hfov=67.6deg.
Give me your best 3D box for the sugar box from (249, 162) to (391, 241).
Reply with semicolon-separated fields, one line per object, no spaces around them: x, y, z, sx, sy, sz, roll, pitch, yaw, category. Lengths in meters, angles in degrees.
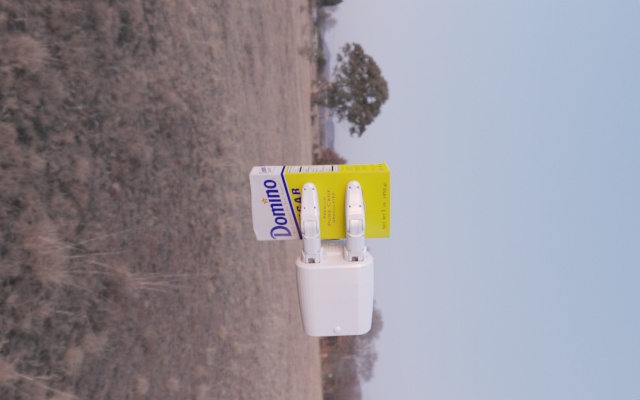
0.000;0.002;0.616;0.176;0.093;0.048;-3;19;0;sugar box
